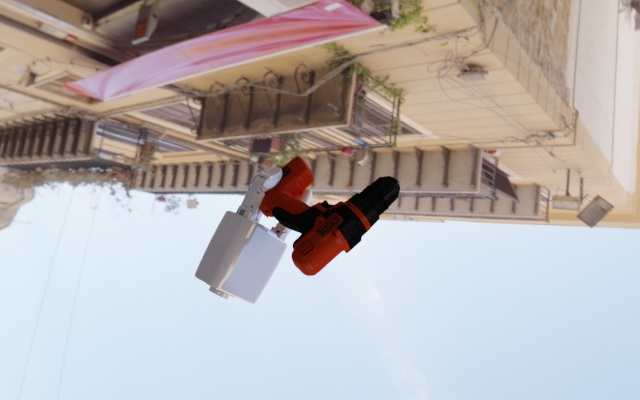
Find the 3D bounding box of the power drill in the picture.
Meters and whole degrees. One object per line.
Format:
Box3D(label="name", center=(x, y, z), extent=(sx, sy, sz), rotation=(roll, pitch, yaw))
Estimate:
Box3D(label="power drill", center=(0.000, 0.002, 0.700), extent=(0.184, 0.057, 0.187), rotation=(-40, 42, -13))
